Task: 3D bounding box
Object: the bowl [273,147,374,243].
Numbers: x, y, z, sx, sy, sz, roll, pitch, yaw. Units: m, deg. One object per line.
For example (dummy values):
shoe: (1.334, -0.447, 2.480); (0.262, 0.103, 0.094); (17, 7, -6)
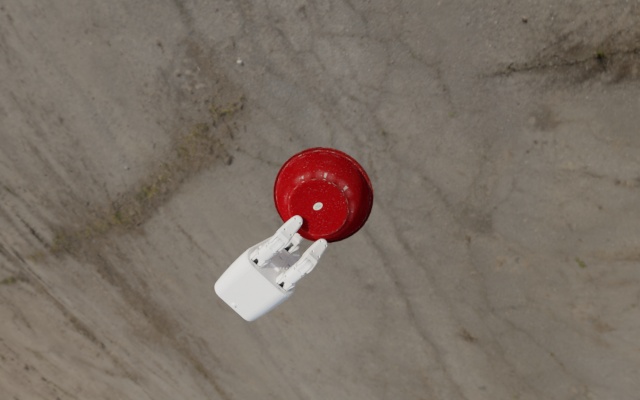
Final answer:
bowl: (0.001, 0.001, 0.736); (0.162, 0.162, 0.055); (0, 20, 8)
